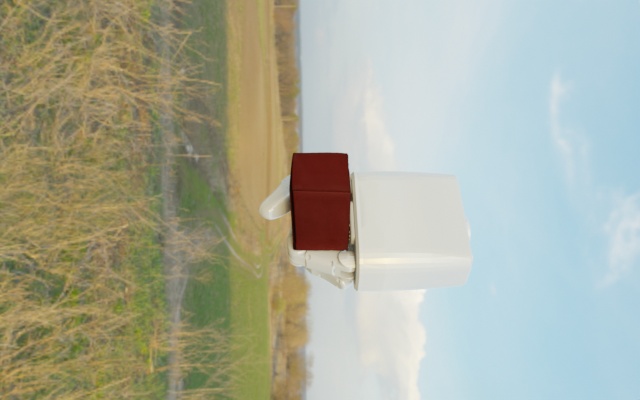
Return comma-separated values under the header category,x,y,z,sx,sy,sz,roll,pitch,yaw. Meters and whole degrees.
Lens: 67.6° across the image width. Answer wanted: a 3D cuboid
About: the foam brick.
category,x,y,z,sx,sy,sz,roll,pitch,yaw
foam brick,0.000,0.001,0.433,0.051,0.078,0.053,0,44,1
